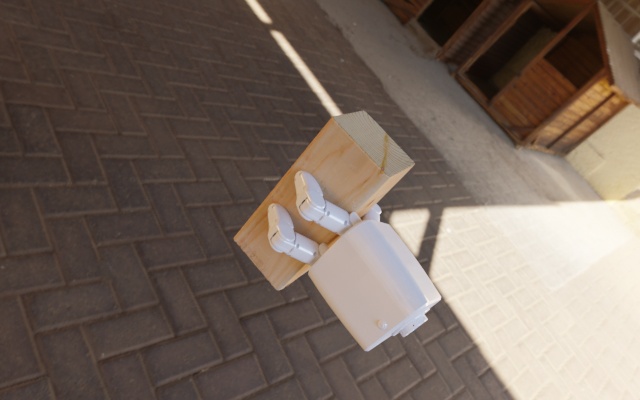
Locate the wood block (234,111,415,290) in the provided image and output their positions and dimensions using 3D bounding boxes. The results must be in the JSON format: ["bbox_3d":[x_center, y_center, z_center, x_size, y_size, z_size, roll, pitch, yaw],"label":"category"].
[{"bbox_3d":[0.001,0.002,0.569,0.206,0.090,0.091,-48,-11,29],"label":"wood block"}]
